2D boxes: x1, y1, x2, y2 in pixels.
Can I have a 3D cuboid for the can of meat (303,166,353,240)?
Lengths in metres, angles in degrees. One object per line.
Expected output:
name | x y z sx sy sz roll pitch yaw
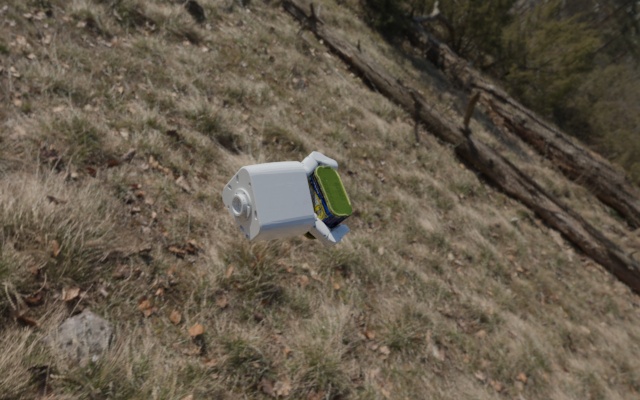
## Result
can of meat | 0.000 0.003 0.813 0.057 0.102 0.084 -5 -25 -42
